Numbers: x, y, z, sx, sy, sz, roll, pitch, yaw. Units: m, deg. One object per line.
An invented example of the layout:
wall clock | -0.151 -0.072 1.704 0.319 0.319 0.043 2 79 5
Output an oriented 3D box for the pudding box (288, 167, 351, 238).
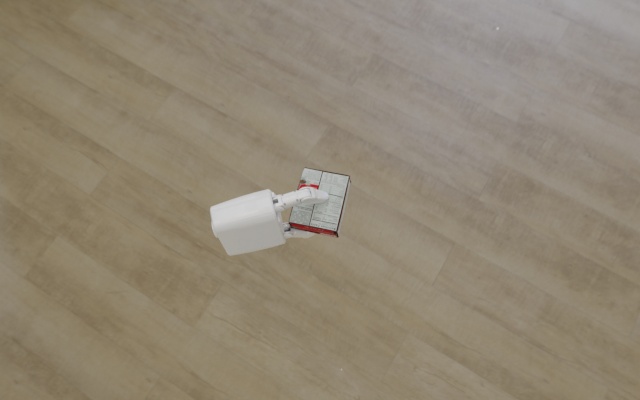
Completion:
pudding box | 0.000 0.003 0.851 0.090 0.113 0.039 12 -18 8
